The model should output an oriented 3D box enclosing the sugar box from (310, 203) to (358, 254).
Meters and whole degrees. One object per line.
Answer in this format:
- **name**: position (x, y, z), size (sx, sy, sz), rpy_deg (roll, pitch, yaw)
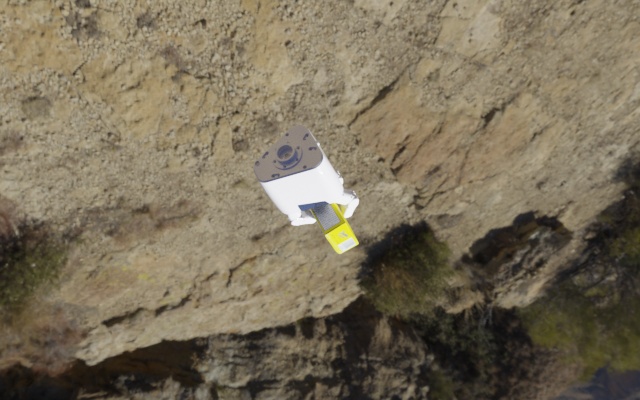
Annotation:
- **sugar box**: position (0.001, 0.003, 0.847), size (0.048, 0.176, 0.093), rpy_deg (-29, -32, 2)
